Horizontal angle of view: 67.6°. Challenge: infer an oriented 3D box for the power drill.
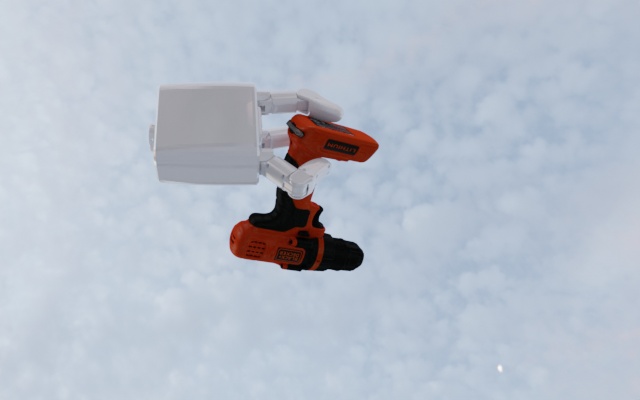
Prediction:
[{"bbox_3d":[0.000,0.001,0.579,0.184,0.188,0.057,11,20,-30],"label":"power drill"}]
